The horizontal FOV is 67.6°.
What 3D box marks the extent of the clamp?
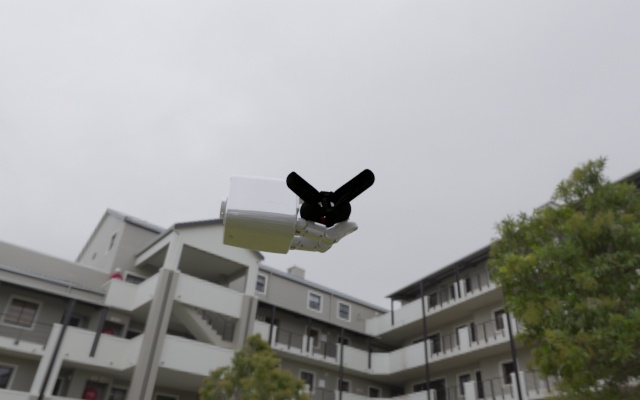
[{"bbox_3d":[0.000,0.002,0.703,0.120,0.039,0.172,7,-32,-10],"label":"clamp"}]
